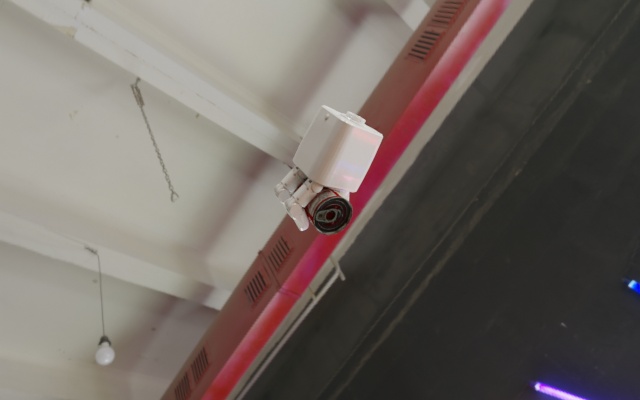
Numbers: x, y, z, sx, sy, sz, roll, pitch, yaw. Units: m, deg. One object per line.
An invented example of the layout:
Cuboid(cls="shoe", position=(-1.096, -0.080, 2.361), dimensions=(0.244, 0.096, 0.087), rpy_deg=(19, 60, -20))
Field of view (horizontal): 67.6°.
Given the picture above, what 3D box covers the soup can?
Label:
Cuboid(cls="soup can", position=(0.000, 0.003, 0.790), dimensions=(0.068, 0.068, 0.102), rpy_deg=(0, 27, -27))
